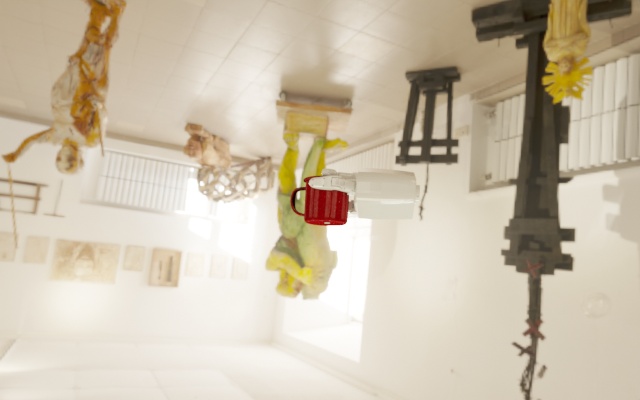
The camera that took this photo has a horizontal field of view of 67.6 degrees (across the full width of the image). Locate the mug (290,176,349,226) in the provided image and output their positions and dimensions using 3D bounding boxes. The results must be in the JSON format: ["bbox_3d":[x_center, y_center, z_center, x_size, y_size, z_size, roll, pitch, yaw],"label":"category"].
[{"bbox_3d":[-0.001,0.003,0.891,0.117,0.081,0.093,1,-10,11],"label":"mug"}]
